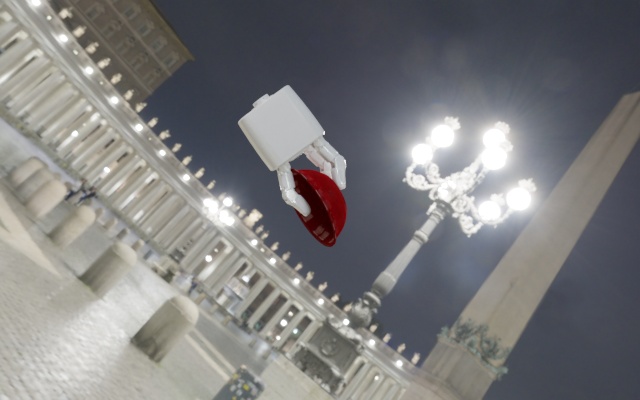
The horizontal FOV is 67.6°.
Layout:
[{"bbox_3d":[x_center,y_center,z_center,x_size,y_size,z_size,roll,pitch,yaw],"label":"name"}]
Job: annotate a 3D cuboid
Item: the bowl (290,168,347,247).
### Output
[{"bbox_3d":[0.001,0.004,0.875,0.055,0.162,0.162,-30,11,-20],"label":"bowl"}]
